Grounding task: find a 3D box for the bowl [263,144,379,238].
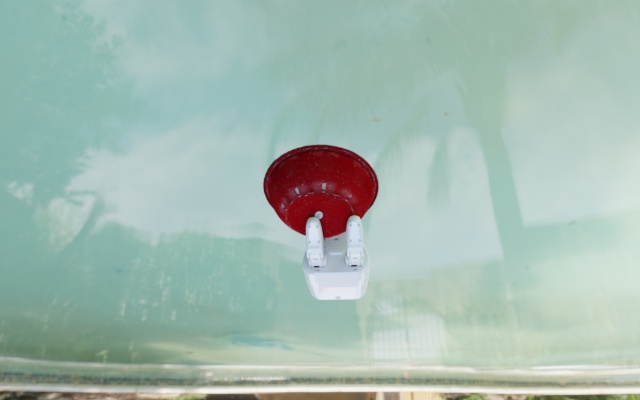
[{"bbox_3d":[0.000,0.002,0.649,0.162,0.055,0.162,1,-44,1],"label":"bowl"}]
